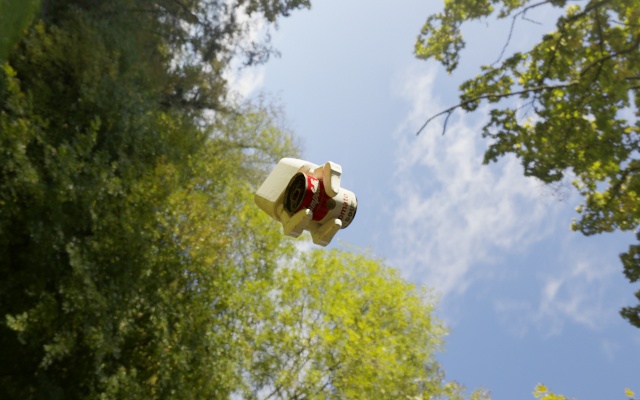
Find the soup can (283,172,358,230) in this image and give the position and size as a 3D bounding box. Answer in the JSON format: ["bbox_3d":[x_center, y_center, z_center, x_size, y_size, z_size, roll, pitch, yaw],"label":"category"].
[{"bbox_3d":[0.001,0.003,0.769,0.102,0.068,0.068,20,-10,-29],"label":"soup can"}]
